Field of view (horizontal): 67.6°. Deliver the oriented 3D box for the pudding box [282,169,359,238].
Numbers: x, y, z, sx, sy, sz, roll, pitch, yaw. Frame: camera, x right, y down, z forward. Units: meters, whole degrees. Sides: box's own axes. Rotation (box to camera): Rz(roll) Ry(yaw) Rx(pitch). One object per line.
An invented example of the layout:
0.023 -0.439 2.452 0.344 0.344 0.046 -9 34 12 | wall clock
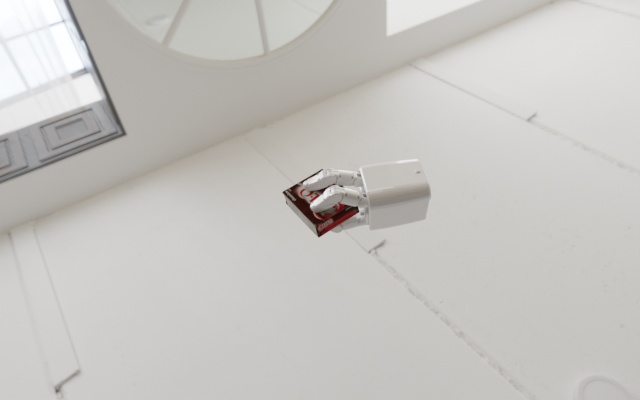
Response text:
0.000 0.003 0.842 0.090 0.039 0.113 -31 45 -19 | pudding box
